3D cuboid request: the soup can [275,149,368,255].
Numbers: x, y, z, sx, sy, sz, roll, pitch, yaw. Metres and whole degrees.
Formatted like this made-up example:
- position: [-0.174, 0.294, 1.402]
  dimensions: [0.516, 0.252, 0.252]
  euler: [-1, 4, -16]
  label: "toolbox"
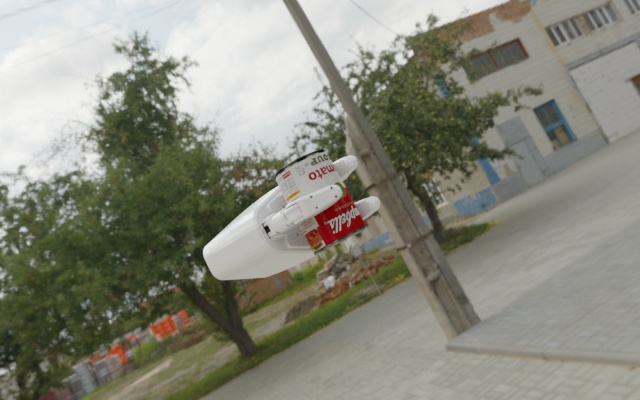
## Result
- position: [0.000, 0.001, 0.543]
  dimensions: [0.068, 0.102, 0.068]
  euler: [-27, -5, -3]
  label: "soup can"
